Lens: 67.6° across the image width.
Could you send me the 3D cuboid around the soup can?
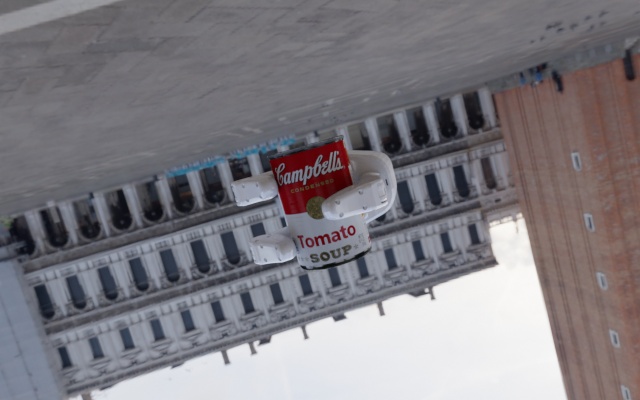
[{"bbox_3d":[0.000,0.002,0.414,0.068,0.102,0.068,-15,7,2],"label":"soup can"}]
